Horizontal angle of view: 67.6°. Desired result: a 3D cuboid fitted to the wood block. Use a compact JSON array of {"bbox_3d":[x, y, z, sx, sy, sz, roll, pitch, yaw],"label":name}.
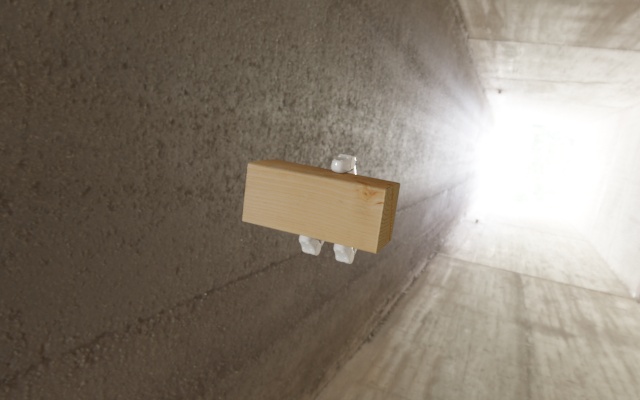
[{"bbox_3d":[0.000,0.002,0.696,0.206,0.091,0.090,12,12,20],"label":"wood block"}]
